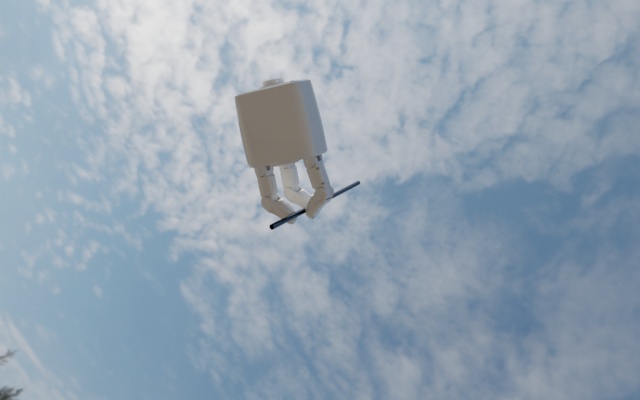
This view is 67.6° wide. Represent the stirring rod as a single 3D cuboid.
[{"bbox_3d":[0.000,0.002,0.738,0.011,0.011,0.239,0,16,35],"label":"stirring rod"}]
